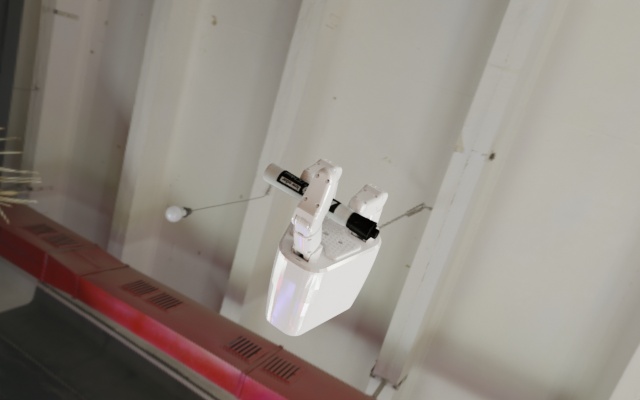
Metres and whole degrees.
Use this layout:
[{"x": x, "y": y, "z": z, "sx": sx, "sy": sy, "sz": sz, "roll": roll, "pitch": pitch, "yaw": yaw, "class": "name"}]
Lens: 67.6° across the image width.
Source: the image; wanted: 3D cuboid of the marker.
[{"x": 0.000, "y": 0.001, "z": 0.434, "sx": 0.121, "sy": 0.020, "sz": 0.020, "roll": 31, "pitch": 11, "yaw": 19, "class": "marker"}]
